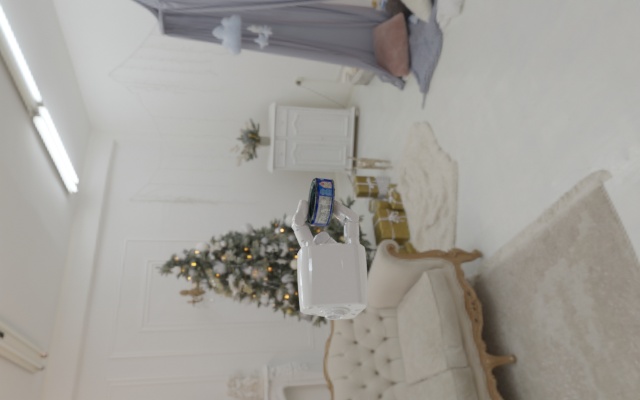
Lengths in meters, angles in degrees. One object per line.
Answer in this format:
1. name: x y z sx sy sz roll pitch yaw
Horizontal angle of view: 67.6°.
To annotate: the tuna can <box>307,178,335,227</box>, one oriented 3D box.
1. tuna can: 0.000 0.003 0.852 0.034 0.086 0.086 7 -1 -10
